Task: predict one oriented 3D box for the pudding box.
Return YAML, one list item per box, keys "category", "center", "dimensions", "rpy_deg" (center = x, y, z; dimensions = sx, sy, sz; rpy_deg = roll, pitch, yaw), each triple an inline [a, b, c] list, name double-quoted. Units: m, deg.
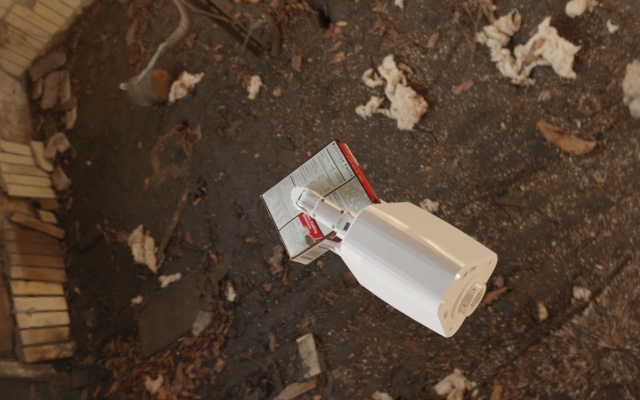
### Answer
- category: "pudding box"
  center: [0.000, 0.002, 0.517]
  dimensions: [0.113, 0.090, 0.039]
  rpy_deg: [-35, -26, 16]
